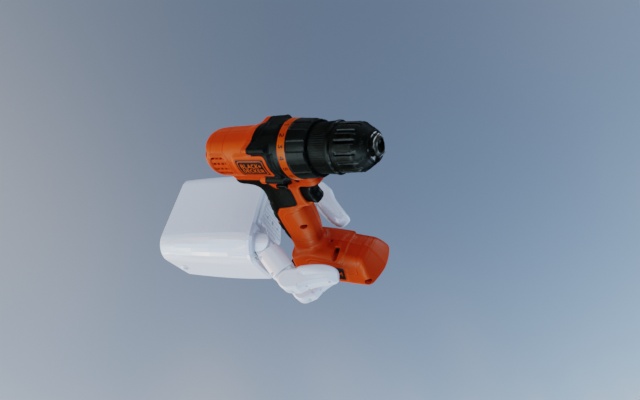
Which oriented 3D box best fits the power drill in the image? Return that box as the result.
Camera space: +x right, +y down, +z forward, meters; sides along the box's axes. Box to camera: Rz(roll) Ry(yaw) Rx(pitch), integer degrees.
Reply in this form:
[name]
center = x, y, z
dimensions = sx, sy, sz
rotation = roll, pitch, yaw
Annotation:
[power drill]
center = 0.000, 0.002, 0.453
dimensions = 0.184, 0.188, 0.057
rotation = 5, 48, 38
